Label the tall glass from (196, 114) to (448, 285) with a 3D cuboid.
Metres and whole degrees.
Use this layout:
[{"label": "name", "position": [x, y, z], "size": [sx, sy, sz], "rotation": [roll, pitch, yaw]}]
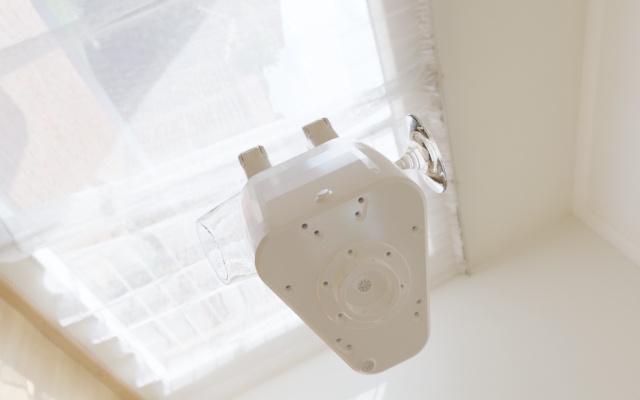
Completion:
[{"label": "tall glass", "position": [0.001, 0.001, 0.405], "size": [0.201, 0.079, 0.079], "rotation": [-25, 2, -4]}]
